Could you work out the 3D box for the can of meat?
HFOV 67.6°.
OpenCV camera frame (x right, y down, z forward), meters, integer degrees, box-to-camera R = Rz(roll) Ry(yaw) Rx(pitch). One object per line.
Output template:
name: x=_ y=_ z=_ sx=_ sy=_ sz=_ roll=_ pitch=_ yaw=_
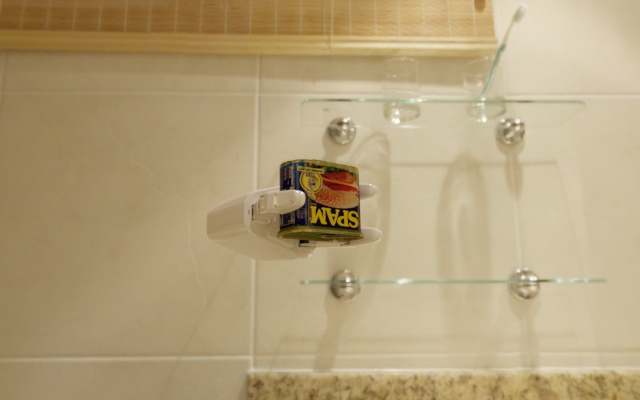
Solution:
can of meat: x=0.000 y=0.001 z=0.554 sx=0.102 sy=0.084 sz=0.057 roll=8 pitch=-16 yaw=-36
